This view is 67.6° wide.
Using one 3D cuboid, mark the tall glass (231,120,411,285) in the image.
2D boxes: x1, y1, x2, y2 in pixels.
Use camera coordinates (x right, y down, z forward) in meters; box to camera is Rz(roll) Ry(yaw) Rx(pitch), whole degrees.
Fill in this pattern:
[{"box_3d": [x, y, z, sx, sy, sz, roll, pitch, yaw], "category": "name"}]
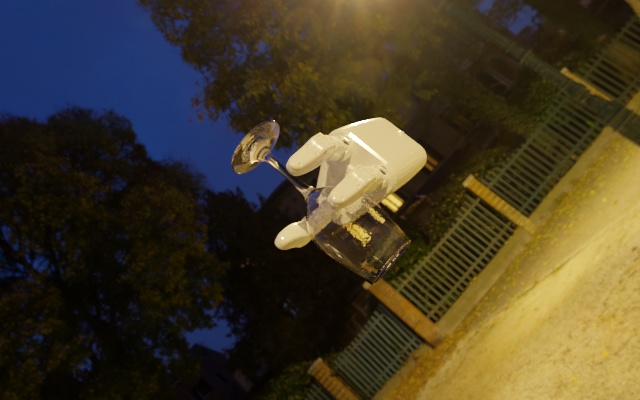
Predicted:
[{"box_3d": [-0.001, 0.001, 0.515, 0.201, 0.079, 0.079, 41, 13, 15], "category": "tall glass"}]
